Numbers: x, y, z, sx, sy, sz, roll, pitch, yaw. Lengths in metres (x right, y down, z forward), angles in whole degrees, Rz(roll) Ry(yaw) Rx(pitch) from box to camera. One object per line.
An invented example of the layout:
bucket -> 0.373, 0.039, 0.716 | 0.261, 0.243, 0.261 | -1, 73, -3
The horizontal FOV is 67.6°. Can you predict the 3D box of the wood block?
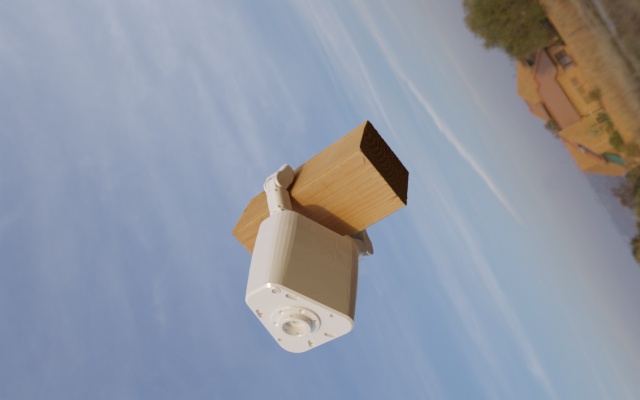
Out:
wood block -> 0.000, 0.002, 0.605 | 0.206, 0.091, 0.090 | -32, 19, 27
